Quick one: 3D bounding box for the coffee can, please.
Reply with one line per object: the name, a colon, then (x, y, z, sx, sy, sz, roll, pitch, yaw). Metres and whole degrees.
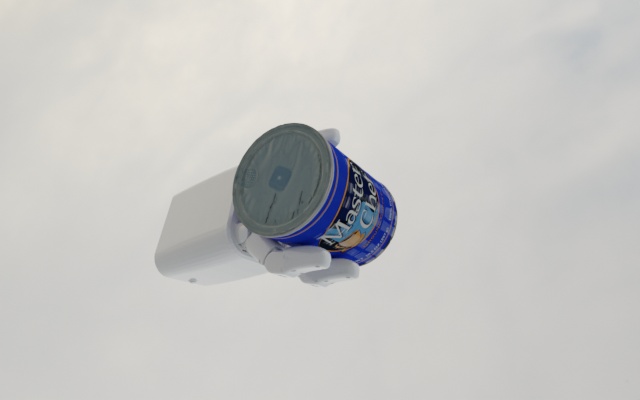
coffee can: (0.000, 0.001, 0.460, 0.103, 0.102, 0.140, 0, -18, 33)
